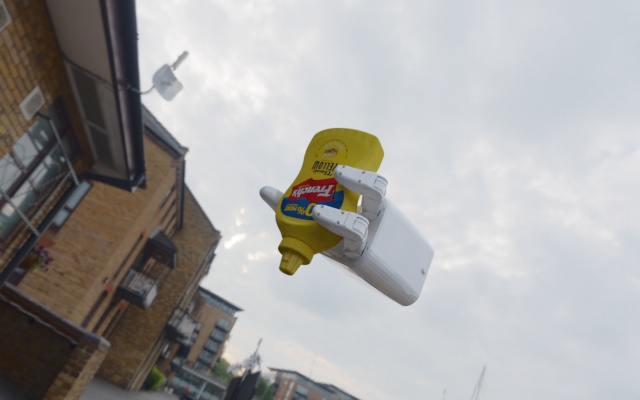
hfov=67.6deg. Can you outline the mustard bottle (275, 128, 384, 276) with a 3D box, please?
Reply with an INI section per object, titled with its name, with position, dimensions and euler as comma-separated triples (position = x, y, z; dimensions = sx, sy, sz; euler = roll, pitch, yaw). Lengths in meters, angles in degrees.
[mustard bottle]
position = 0.000, 0.001, 0.563
dimensions = 0.096, 0.191, 0.058
euler = 10, -30, 30
